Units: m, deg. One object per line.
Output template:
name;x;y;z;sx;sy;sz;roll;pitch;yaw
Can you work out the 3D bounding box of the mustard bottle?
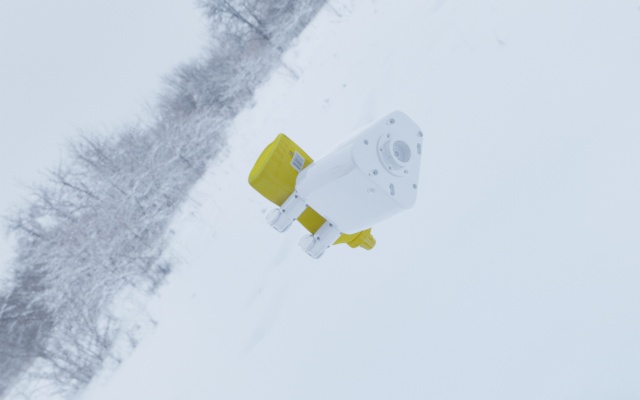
mustard bottle;0.000;0.002;0.620;0.058;0.192;0.096;-40;20;31
